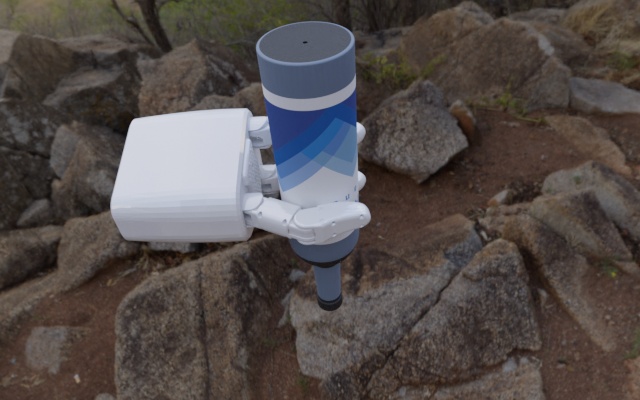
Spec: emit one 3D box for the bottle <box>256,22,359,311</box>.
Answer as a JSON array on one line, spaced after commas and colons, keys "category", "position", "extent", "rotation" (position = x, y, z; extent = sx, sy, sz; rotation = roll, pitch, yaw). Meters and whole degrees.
[{"category": "bottle", "position": [0.000, 0.001, 0.419], "extent": [0.069, 0.296, 0.069], "rotation": [-3, 43, 3]}]
